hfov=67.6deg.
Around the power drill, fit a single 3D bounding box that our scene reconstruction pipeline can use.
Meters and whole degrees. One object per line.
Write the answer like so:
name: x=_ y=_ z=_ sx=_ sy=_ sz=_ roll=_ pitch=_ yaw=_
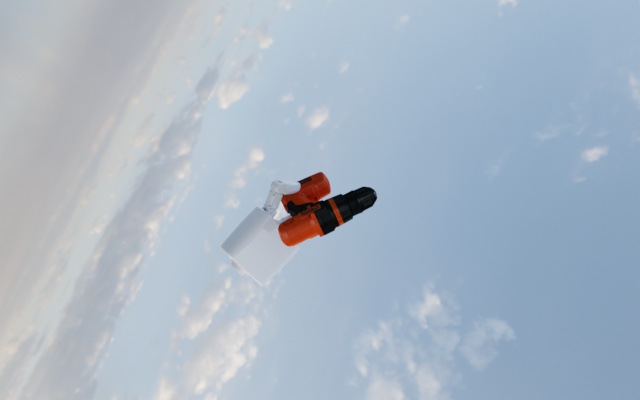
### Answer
power drill: x=0.000 y=0.003 z=0.894 sx=0.184 sy=0.057 sz=0.187 roll=-24 pitch=20 yaw=-3
